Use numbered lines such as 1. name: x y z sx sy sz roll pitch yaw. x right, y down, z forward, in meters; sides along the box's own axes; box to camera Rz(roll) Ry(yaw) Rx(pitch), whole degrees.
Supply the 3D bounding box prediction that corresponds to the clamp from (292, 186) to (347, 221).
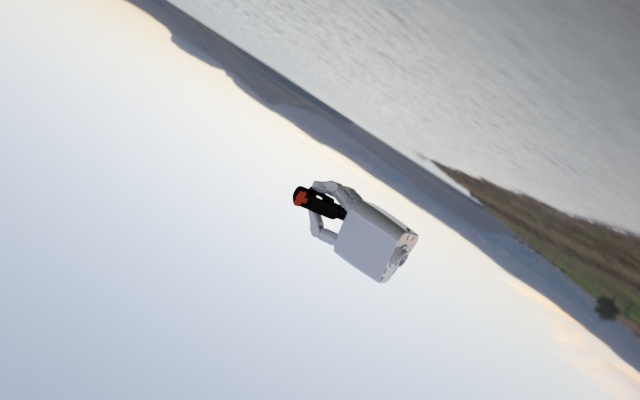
1. clamp: 0.000 0.004 0.893 0.164 0.036 0.210 31 7 30
